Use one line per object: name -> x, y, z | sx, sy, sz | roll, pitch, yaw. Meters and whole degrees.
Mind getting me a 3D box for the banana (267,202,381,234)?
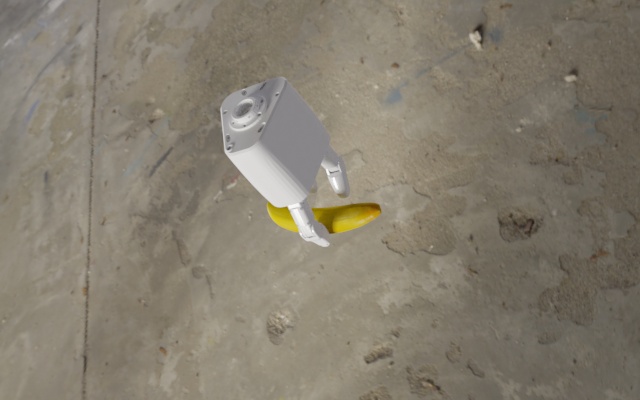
banana -> -0.011, 0.017, 0.670 | 0.198, 0.069, 0.037 | 11, -28, 38
